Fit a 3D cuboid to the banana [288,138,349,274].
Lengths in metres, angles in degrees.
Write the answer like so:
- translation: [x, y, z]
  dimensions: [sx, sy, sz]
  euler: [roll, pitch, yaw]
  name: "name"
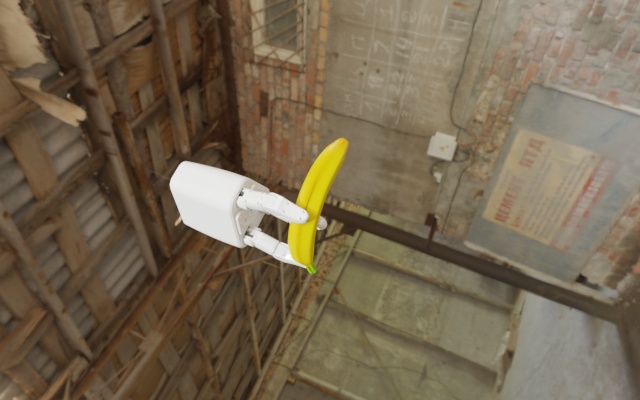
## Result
- translation: [-0.008, 0.004, 0.656]
  dimensions: [0.037, 0.198, 0.069]
  euler: [17, 3, 22]
  name: "banana"
